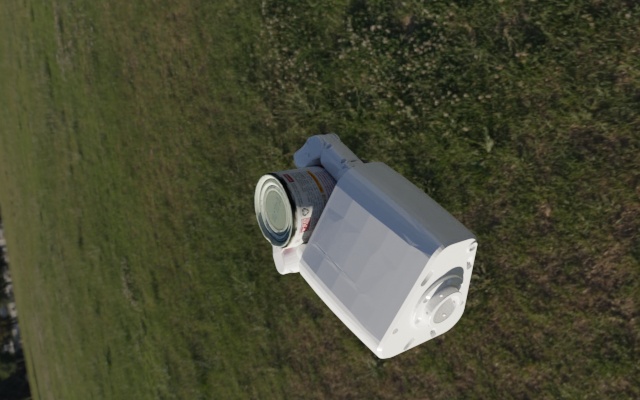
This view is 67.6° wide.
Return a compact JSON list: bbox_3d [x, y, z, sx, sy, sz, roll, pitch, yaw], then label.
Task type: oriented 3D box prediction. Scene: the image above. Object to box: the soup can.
[{"bbox_3d":[0.000,0.001,0.436,0.102,0.068,0.068,-11,6,-34],"label":"soup can"}]
